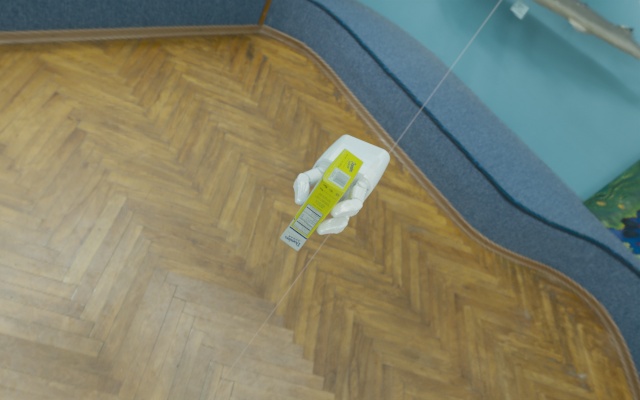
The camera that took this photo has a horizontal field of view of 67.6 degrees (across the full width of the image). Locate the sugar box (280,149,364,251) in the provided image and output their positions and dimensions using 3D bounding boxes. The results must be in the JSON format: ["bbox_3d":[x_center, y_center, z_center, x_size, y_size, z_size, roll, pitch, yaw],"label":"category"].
[{"bbox_3d":[0.001,0.003,0.800,0.048,0.176,0.093,35,45,2],"label":"sugar box"}]
